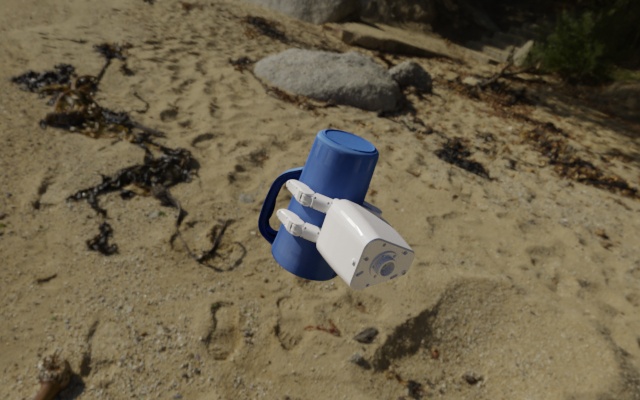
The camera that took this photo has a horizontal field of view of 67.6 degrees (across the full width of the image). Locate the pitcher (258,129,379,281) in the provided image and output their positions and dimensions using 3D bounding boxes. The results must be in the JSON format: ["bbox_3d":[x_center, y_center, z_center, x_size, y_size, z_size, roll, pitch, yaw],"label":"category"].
[{"bbox_3d":[0.000,0.003,0.822,0.149,0.243,0.145,4,28,-32],"label":"pitcher"}]
